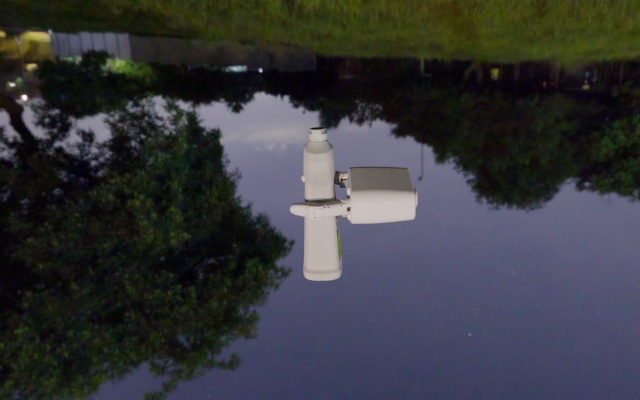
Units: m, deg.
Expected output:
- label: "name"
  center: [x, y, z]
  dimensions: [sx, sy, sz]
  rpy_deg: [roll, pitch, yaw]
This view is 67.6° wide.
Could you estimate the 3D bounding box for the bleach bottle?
- label: "bleach bottle"
  center: [0.000, 0.003, 0.820]
  dimensions: [0.068, 0.251, 0.102]
  rpy_deg: [-2, 17, 2]
